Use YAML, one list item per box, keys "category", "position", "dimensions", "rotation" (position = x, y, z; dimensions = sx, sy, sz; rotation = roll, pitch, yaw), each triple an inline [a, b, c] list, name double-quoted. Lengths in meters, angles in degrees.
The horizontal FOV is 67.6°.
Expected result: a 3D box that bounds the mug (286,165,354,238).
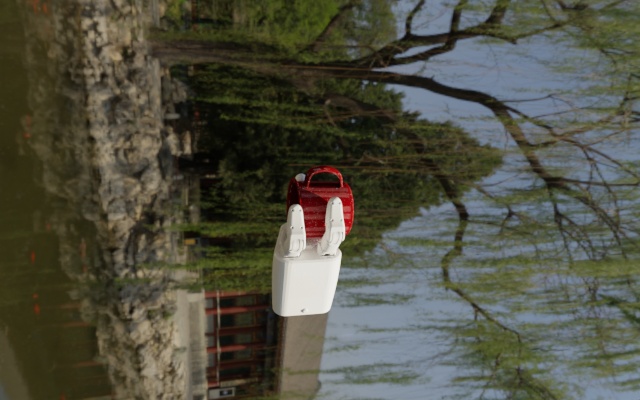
- category: "mug"
  position: [0.000, 0.001, 0.694]
  dimensions: [0.081, 0.117, 0.093]
  rotation: [-1, 30, -15]
